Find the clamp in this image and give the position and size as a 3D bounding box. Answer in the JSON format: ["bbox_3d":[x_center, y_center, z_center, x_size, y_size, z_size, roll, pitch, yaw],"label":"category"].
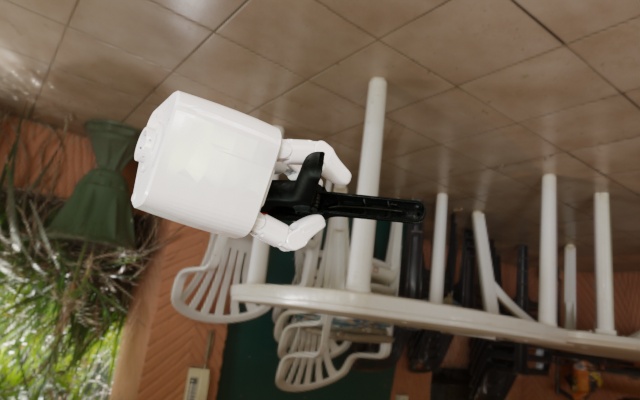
[{"bbox_3d":[-0.001,0.003,0.536,0.164,0.036,0.210,21,-20,-32],"label":"clamp"}]
